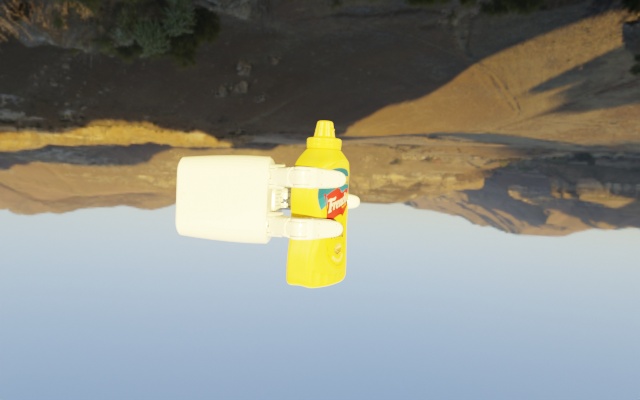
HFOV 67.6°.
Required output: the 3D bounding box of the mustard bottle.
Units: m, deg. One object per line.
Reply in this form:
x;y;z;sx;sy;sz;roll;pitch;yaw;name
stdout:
0.000;0.002;0.571;0.058;0.191;0.096;4;2;30;mustard bottle
